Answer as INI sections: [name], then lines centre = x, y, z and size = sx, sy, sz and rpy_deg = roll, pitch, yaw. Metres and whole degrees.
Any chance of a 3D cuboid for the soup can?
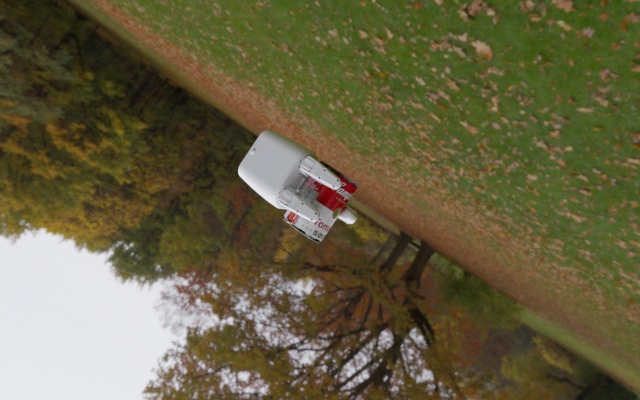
[soup can]
centre = 0.000, 0.003, 0.701
size = 0.068, 0.102, 0.068
rpy_deg = 34, 1, 0
